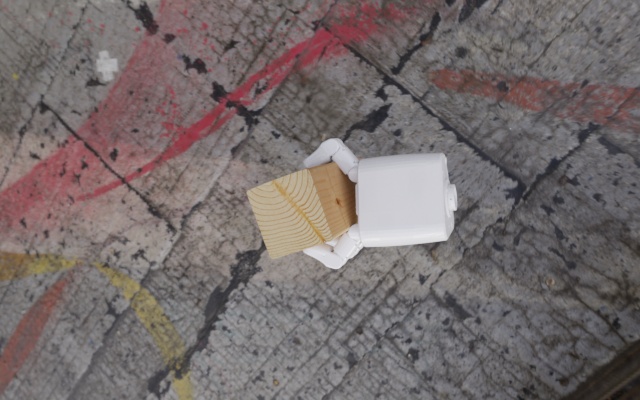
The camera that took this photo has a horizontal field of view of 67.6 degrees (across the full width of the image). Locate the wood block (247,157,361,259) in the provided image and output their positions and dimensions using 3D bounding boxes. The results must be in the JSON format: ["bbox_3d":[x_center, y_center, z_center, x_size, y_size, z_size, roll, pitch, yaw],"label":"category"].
[{"bbox_3d":[0.000,0.002,0.653,0.090,0.091,0.206,-19,1,23],"label":"wood block"}]
